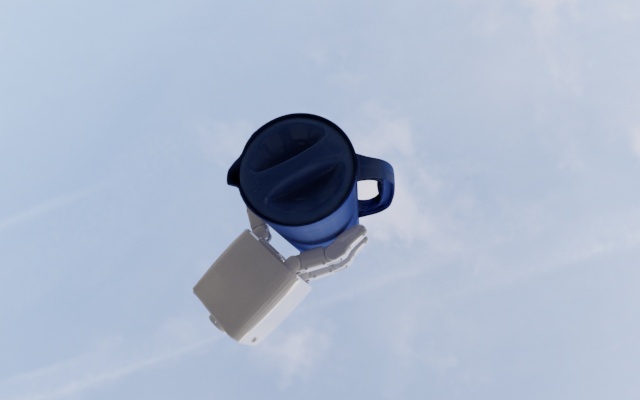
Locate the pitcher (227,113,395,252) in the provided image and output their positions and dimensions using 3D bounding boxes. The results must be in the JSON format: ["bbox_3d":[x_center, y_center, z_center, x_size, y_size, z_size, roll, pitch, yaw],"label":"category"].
[{"bbox_3d":[0.000,0.002,0.617,0.149,0.145,0.243,41,-8,19],"label":"pitcher"}]
